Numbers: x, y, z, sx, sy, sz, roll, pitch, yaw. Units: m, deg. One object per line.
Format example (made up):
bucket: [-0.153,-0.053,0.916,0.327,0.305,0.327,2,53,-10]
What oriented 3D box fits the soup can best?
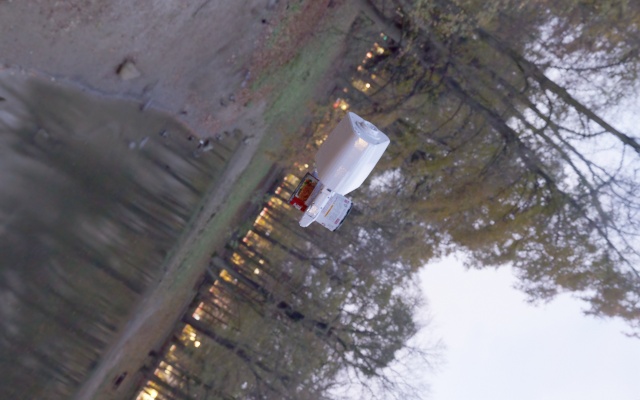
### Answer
soup can: [0.000,0.003,0.879,0.102,0.068,0.068,34,-3,-5]
